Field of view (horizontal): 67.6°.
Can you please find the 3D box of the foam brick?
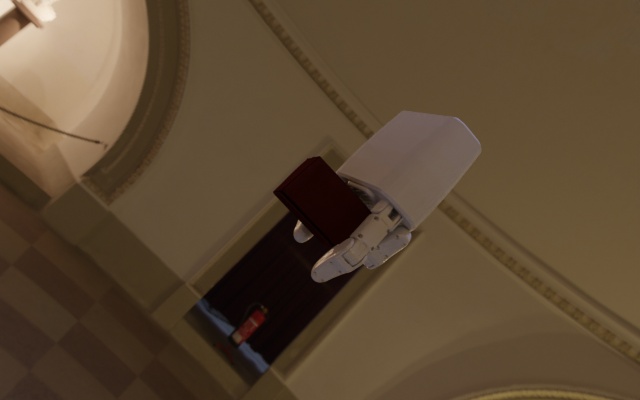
[{"bbox_3d":[0.000,0.001,0.467,0.051,0.078,0.053,-45,12,-9],"label":"foam brick"}]
